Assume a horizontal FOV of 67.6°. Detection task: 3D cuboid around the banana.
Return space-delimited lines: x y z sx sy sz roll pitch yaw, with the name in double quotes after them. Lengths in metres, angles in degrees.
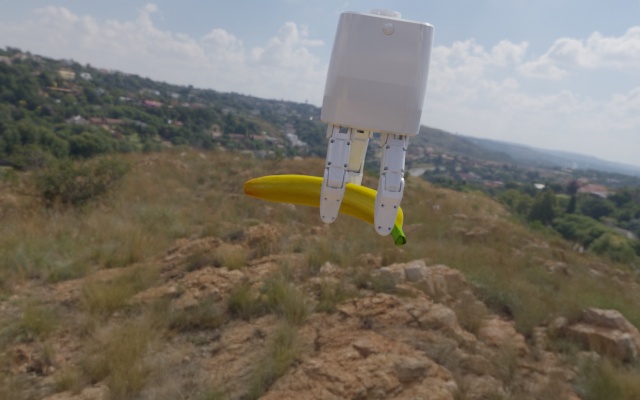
0.011 -0.002 0.538 0.198 0.037 0.069 16 20 22 "banana"
